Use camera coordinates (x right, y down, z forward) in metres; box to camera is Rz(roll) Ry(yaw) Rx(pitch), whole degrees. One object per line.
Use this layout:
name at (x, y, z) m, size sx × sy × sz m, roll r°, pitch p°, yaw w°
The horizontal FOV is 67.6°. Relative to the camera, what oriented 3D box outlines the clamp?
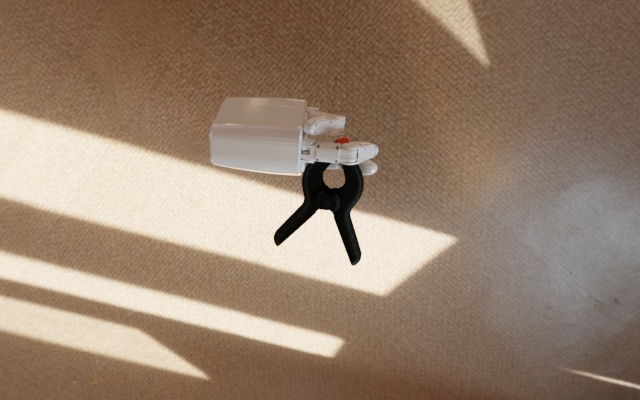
clamp at (0.000, 0.002, 0.619) m, size 0.120 × 0.171 × 0.039 m, roll 4°, pitch 19°, yaw 0°
